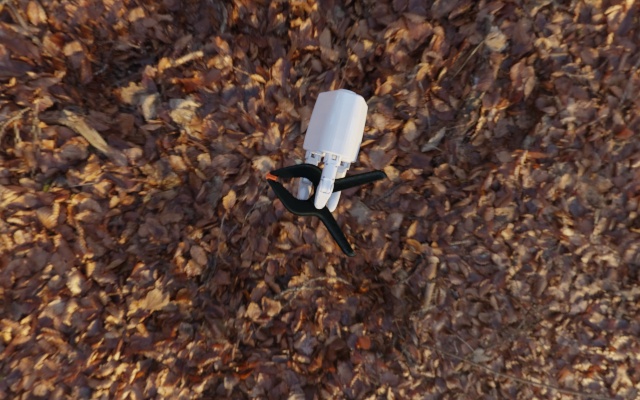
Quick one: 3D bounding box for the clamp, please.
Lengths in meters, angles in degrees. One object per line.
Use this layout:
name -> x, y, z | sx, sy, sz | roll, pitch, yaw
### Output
clamp -> 0.000, 0.002, 0.846 | 0.210, 0.164, 0.036 | 15, 1, -6
